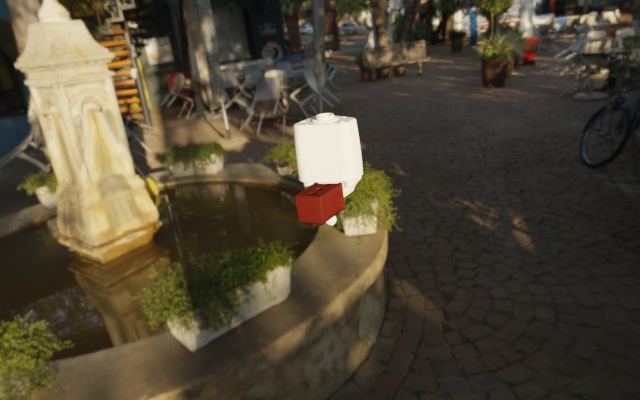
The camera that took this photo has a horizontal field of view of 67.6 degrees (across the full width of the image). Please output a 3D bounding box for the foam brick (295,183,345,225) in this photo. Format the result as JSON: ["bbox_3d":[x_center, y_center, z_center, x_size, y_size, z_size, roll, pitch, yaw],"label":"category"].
[{"bbox_3d":[0.000,0.003,0.846,0.053,0.051,0.078,7,25,33],"label":"foam brick"}]
